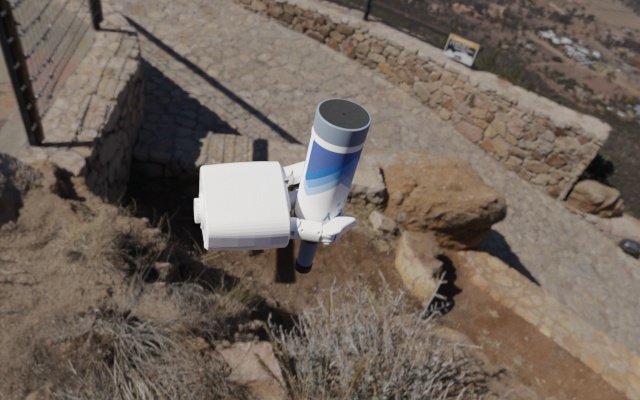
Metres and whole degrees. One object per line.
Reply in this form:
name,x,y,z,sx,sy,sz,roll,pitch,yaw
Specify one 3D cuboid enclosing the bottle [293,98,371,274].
bottle,0.000,0.002,0.663,0.069,0.296,0.069,8,43,-8
